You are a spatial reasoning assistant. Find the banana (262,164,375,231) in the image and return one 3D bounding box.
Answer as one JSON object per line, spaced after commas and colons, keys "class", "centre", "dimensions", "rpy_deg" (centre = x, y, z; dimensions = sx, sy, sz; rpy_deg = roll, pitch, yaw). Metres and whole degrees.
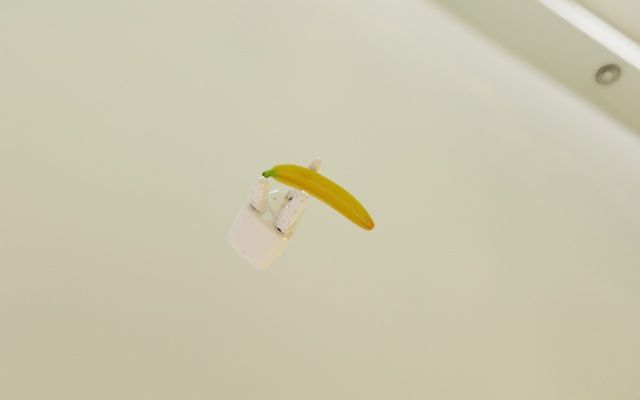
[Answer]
{"class": "banana", "centre": [-0.001, -0.011, 0.760], "dimensions": [0.198, 0.069, 0.037], "rpy_deg": [25, -50, -14]}
